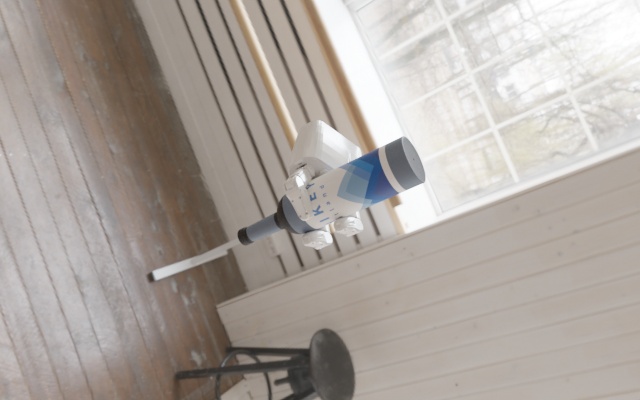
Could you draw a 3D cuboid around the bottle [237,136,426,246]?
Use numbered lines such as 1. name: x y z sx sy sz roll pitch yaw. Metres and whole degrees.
1. bottle: 0.000 0.002 0.676 0.296 0.069 0.069 -25 -11 26
